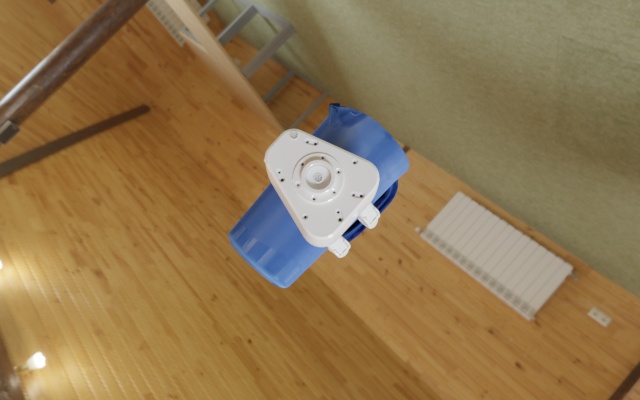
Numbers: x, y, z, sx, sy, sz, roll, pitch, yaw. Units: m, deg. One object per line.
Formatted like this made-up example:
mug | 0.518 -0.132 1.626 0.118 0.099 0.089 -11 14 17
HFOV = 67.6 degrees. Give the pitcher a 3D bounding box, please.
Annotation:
pitcher | 0.000 0.002 0.651 0.149 0.243 0.145 42 -5 3
